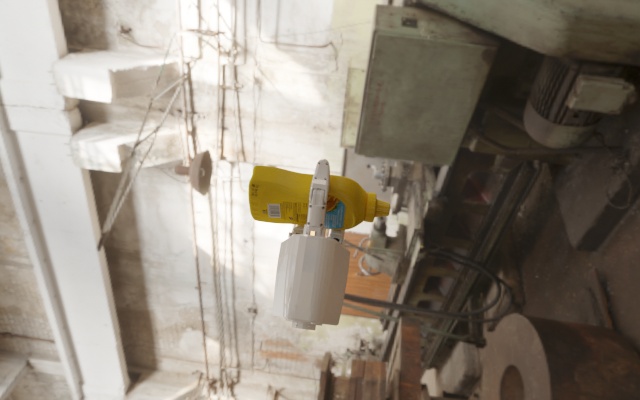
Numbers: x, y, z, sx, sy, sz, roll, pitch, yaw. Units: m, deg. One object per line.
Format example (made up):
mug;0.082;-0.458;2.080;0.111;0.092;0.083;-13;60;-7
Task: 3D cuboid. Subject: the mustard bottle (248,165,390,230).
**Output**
mustard bottle;0.000;0.002;0.663;0.191;0.058;0.096;7;-38;3
